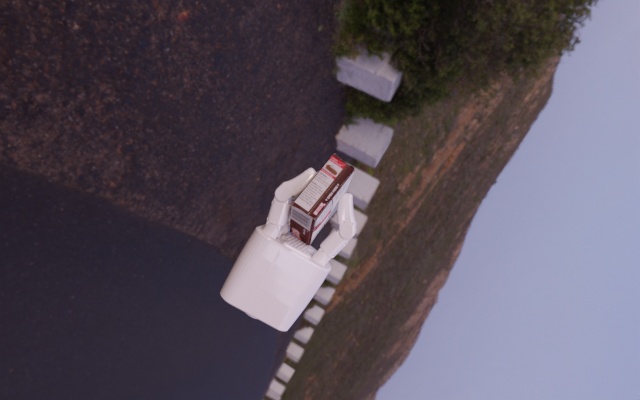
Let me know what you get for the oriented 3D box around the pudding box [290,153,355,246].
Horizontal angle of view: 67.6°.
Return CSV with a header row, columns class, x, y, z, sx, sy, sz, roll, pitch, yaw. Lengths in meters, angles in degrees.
class,x,y,z,sx,sy,sz,roll,pitch,yaw
pudding box,0.000,0.002,0.629,0.039,0.090,0.113,35,-20,7
